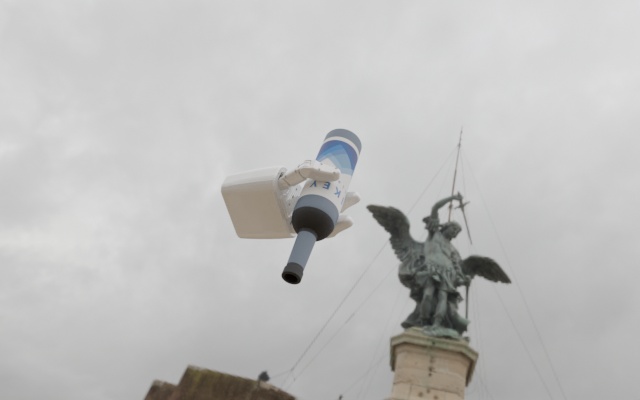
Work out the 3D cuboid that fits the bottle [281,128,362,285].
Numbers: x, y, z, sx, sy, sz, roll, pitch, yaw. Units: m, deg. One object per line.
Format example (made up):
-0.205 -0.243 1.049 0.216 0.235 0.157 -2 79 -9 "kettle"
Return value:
0.000 0.002 0.728 0.069 0.069 0.295 0 43 21 "bottle"
